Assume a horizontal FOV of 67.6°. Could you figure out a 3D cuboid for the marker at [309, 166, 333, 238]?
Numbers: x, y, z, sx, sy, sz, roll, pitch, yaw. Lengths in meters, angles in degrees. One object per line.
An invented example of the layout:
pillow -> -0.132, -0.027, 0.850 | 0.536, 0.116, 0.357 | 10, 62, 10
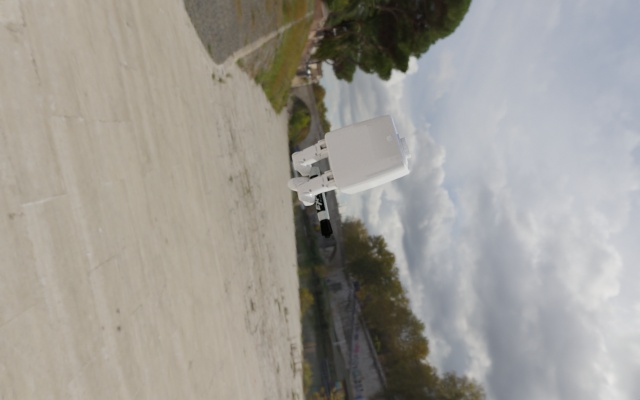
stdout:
marker -> 0.000, 0.003, 0.769 | 0.020, 0.121, 0.020 | -10, -21, -4
